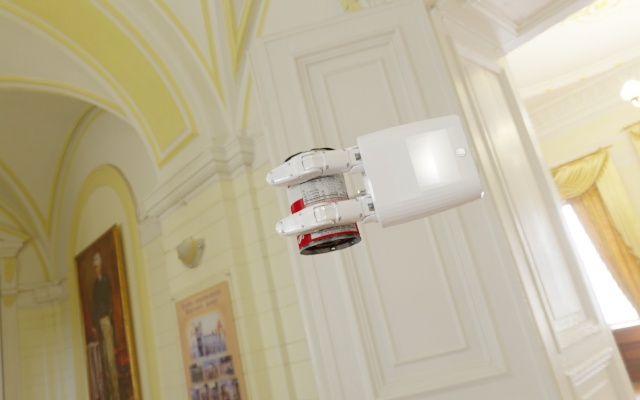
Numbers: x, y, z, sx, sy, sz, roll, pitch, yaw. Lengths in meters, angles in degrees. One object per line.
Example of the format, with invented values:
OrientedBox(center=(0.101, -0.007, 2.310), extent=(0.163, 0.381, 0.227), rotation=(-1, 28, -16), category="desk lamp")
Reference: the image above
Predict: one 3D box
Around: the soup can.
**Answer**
OrientedBox(center=(0.000, 0.002, 0.521), extent=(0.068, 0.102, 0.068), rotation=(-12, -15, -3), category="soup can")
